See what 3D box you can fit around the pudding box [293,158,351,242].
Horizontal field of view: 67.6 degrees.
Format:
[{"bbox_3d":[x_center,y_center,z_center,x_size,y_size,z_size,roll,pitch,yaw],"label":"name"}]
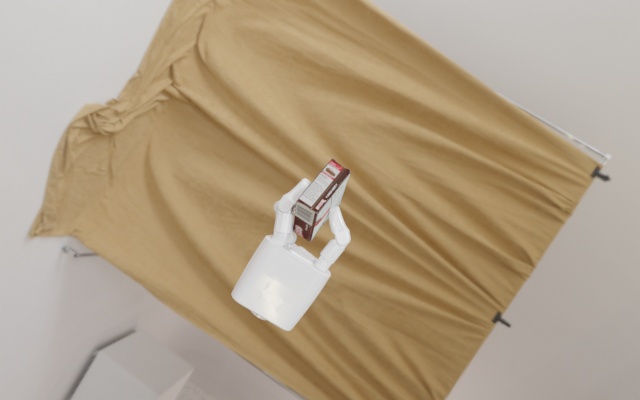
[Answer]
[{"bbox_3d":[0.000,0.003,0.722,0.039,0.090,0.113,34,-25,8],"label":"pudding box"}]
